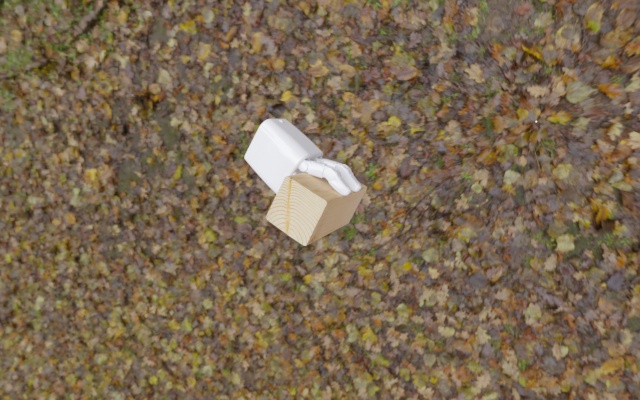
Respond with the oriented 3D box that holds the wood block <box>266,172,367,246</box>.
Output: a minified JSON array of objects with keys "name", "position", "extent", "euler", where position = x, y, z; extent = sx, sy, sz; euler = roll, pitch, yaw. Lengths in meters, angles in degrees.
[{"name":"wood block","position":[0.000,0.003,0.889],"extent":[0.090,0.091,0.206],"euler":[33,20,16]}]
